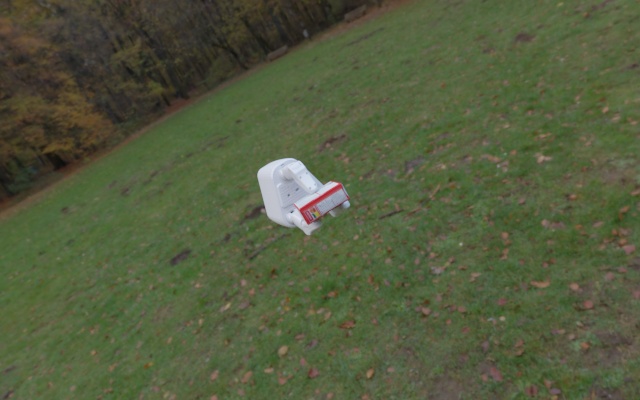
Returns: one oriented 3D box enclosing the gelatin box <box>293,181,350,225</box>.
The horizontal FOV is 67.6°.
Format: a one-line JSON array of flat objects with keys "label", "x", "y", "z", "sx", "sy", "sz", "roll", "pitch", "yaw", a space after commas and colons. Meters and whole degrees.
[{"label": "gelatin box", "x": 0.000, "y": 0.002, "z": 0.727, "sx": 0.073, "sy": 0.030, "sz": 0.089, "roll": -32, "pitch": 8, "yaw": -5}]
